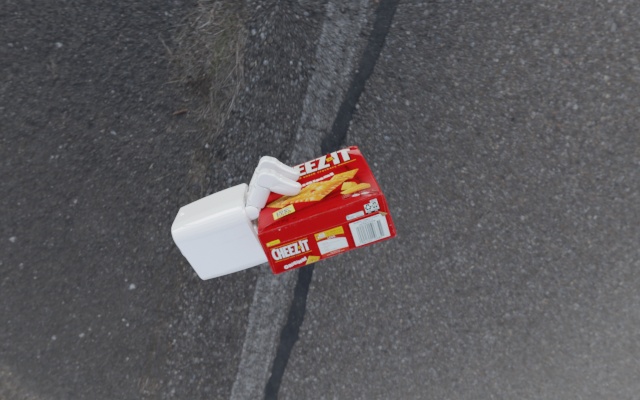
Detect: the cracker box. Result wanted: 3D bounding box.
[{"bbox_3d":[0.000,0.002,0.677,0.164,0.072,0.213,-18,23,3],"label":"cracker box"}]
